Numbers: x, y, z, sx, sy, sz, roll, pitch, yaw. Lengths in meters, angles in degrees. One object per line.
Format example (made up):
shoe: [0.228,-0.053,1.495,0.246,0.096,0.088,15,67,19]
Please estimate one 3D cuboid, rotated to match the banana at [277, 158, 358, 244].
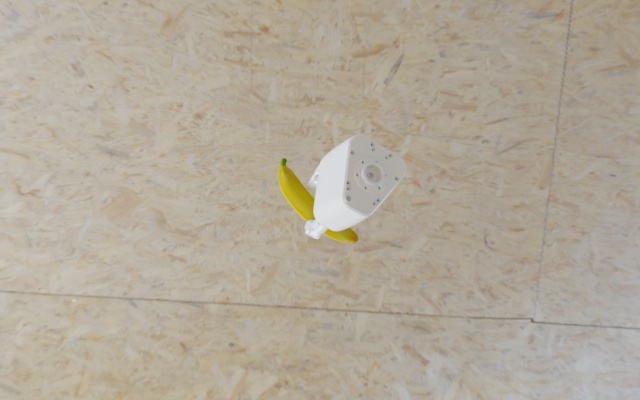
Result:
banana: [-0.012,0.009,0.817,0.037,0.198,0.069,-41,1,43]
